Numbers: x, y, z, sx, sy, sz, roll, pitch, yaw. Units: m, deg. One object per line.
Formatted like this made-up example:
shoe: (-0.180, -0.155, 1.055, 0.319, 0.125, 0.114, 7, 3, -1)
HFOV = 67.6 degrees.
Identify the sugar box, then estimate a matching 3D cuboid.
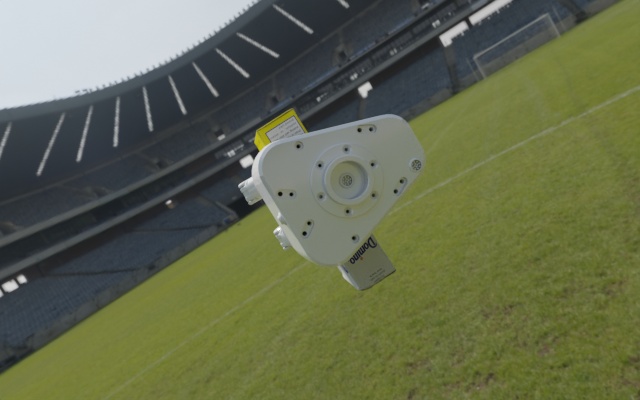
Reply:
sugar box: (0.000, 0.002, 0.470, 0.048, 0.176, 0.093, -31, 5, -7)
